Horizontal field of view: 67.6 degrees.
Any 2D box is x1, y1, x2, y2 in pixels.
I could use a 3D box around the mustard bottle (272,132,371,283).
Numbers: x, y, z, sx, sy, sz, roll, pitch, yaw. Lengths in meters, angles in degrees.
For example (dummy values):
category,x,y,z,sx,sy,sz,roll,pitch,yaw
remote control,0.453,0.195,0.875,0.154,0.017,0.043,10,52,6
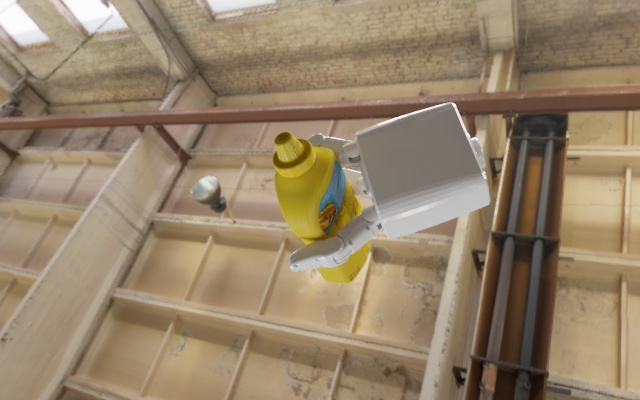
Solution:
category,x,y,z,sx,sy,sz,roll,pitch,yaw
mustard bottle,0.000,0.002,0.502,0.058,0.096,0.192,2,-37,27
